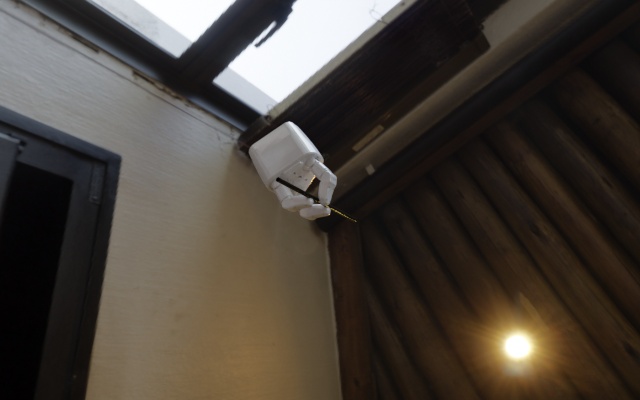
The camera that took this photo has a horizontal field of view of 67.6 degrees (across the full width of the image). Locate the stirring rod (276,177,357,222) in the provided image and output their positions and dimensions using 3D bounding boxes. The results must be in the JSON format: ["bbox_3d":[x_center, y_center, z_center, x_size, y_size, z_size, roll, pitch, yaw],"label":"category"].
[{"bbox_3d":[0.000,0.003,0.848,0.011,0.011,0.239,0,-17,36],"label":"stirring rod"}]
